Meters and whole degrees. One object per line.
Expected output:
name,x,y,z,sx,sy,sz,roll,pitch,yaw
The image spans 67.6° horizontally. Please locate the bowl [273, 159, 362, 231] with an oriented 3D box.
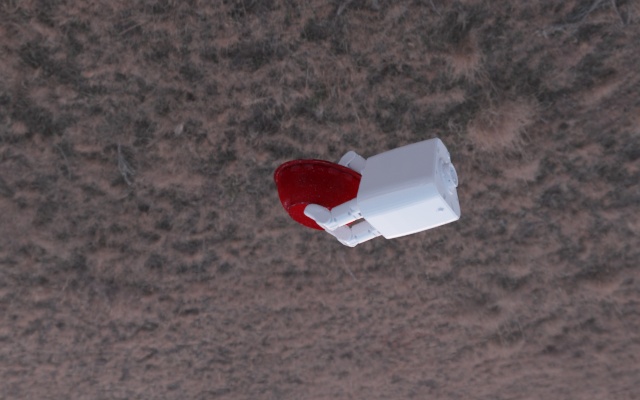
bowl,-0.001,0.003,0.733,0.162,0.055,0.162,11,-26,5
